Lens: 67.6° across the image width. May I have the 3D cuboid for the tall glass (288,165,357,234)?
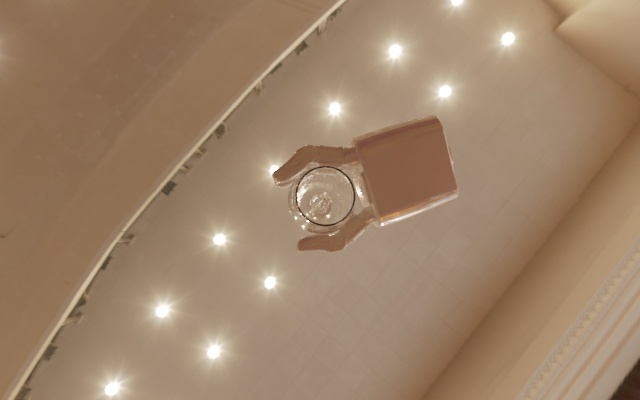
[{"bbox_3d":[0.000,0.002,0.583,0.079,0.079,0.201,0,-4,-3],"label":"tall glass"}]
